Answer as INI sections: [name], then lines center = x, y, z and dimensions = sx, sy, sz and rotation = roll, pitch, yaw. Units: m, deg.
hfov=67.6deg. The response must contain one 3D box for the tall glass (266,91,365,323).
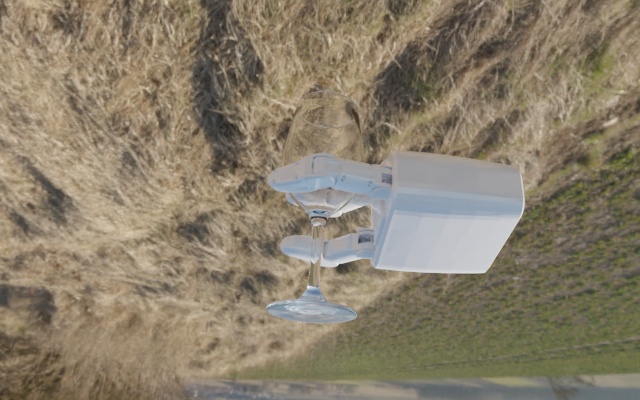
[tall glass]
center = 0.000, 0.002, 0.427
dimensions = 0.079, 0.201, 0.079
rotation = 3, -25, 2
